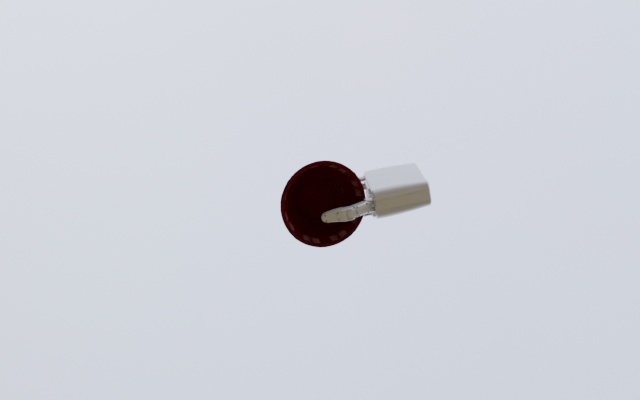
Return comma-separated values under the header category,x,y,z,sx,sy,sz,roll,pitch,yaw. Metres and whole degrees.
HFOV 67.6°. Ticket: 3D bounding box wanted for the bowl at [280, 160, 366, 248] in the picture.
category,x,y,z,sx,sy,sz,roll,pitch,yaw
bowl,-0.001,0.003,0.890,0.162,0.162,0.055,0,11,-16
